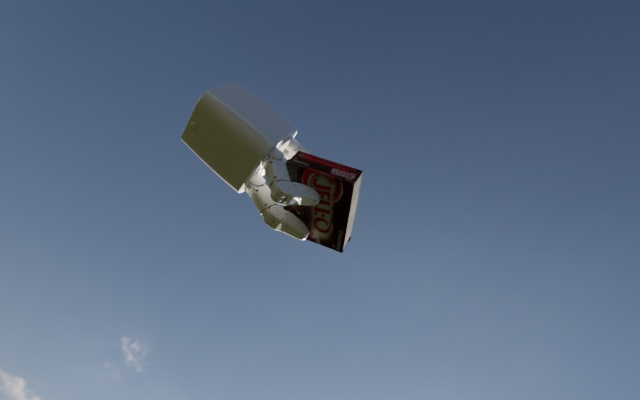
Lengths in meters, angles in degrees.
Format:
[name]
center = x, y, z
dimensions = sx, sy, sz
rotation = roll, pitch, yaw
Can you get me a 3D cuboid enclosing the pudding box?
[pudding box]
center = 0.000, 0.002, 0.608
dimensions = 0.090, 0.114, 0.039
rotation = 19, 39, 18
